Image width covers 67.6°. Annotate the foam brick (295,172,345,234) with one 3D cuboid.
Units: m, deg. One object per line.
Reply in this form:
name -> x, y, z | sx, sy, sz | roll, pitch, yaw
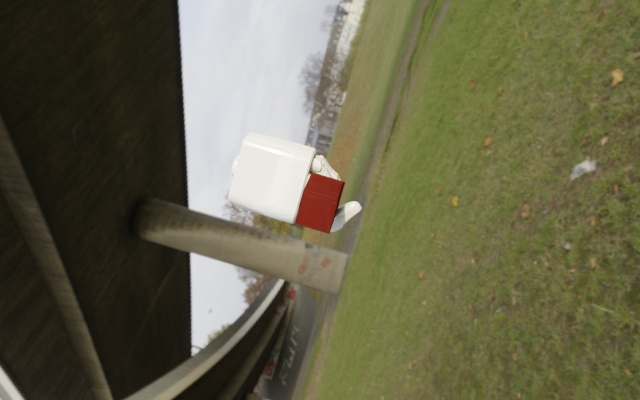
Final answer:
foam brick -> 0.000, 0.002, 0.674 | 0.051, 0.053, 0.078 | 17, 24, 2
